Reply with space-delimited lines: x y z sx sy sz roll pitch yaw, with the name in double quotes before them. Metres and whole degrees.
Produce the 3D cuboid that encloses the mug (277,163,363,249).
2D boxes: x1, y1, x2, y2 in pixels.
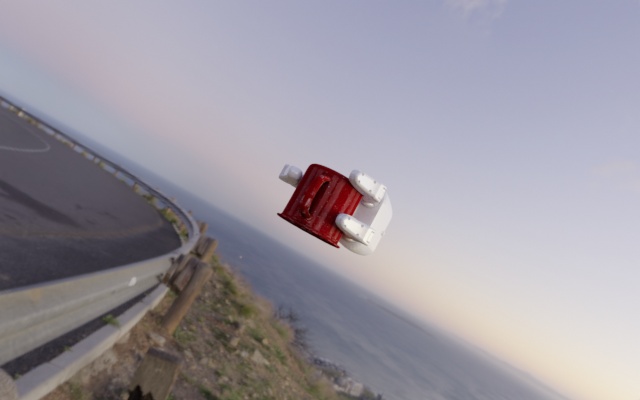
"mug" 0.000 0.001 0.608 0.093 0.081 0.117 27 -7 20
